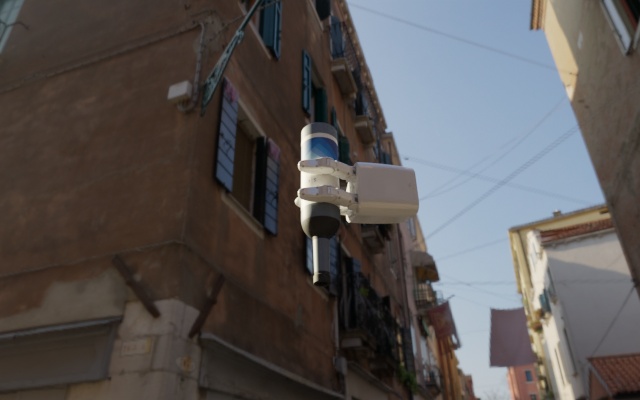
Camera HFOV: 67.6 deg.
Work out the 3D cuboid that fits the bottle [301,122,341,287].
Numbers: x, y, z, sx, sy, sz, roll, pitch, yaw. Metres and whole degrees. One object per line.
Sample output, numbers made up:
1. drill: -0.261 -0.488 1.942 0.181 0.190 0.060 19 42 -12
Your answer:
1. bottle: 0.000 0.002 0.819 0.069 0.295 0.069 -1 -29 -1
